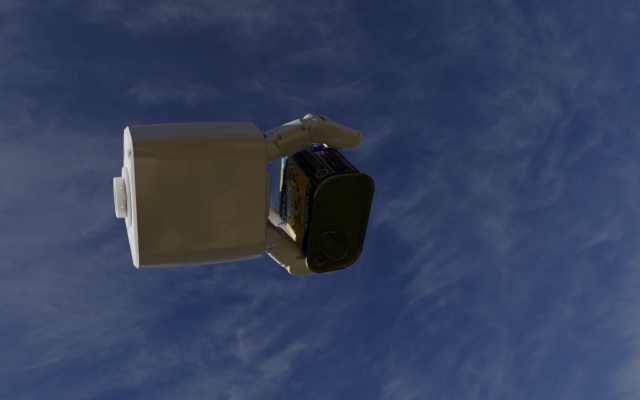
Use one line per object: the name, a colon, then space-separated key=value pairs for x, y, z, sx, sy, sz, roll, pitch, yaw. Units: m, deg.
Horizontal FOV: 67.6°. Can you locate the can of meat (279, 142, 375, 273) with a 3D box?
can of meat: x=0.000 y=0.001 z=0.447 sx=0.057 sy=0.102 sz=0.084 roll=-8 pitch=34 yaw=-24
